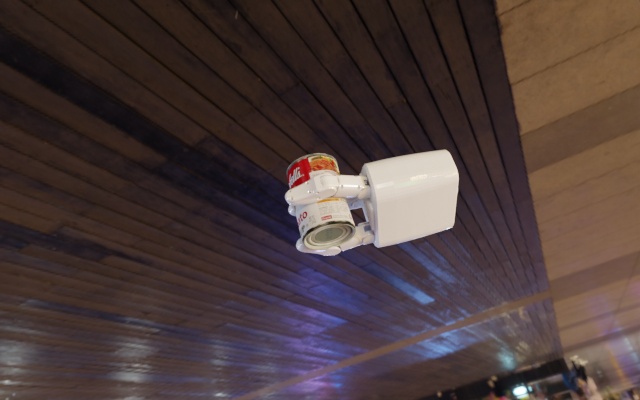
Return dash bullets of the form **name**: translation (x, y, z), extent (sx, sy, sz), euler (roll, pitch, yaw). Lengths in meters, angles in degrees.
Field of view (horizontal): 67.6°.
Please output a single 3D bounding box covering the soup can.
- **soup can**: translation (0.000, 0.002, 0.596), extent (0.068, 0.102, 0.068), euler (-11, -30, -6)
